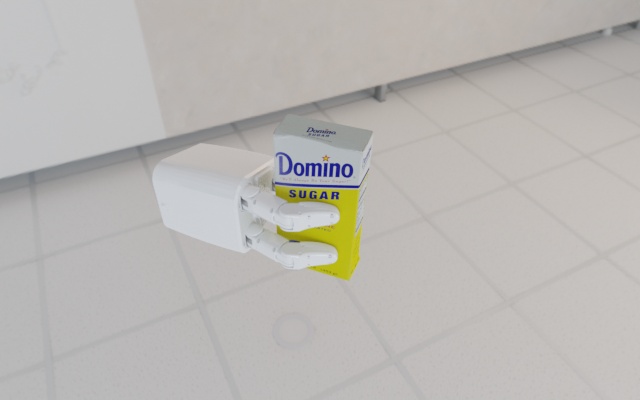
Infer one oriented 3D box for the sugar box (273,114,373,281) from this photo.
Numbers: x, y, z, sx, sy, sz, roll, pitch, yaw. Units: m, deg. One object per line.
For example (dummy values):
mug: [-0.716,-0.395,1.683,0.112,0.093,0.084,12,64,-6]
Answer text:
sugar box: [0.000,0.002,0.510,0.093,0.176,0.048,13,42,15]
